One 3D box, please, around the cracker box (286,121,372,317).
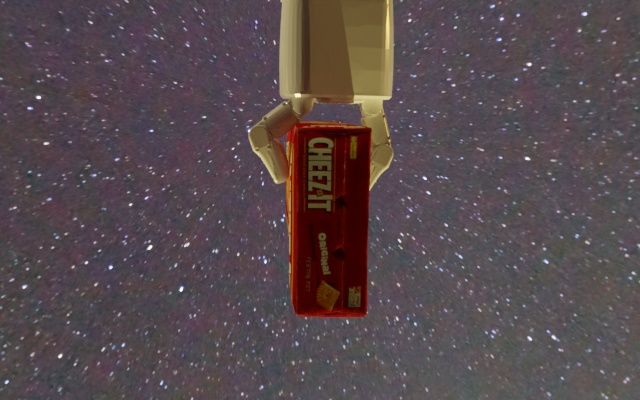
[{"bbox_3d":[0.000,0.002,0.496,0.072,0.164,0.213,-1,11,-4],"label":"cracker box"}]
